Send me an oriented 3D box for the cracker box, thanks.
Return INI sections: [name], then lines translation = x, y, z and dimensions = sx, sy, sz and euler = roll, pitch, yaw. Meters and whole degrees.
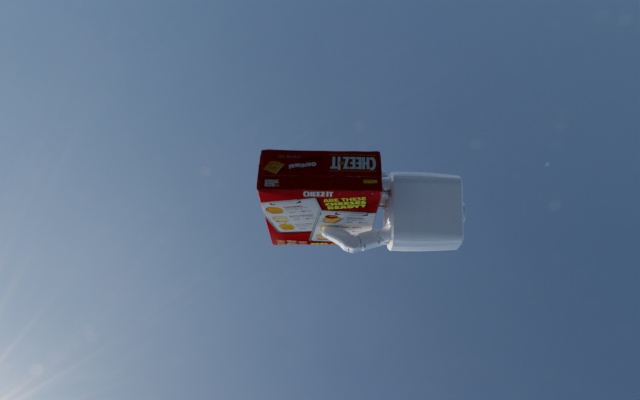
[cracker box]
translation = 0.000, 0.003, 0.719
dimensions = 0.164, 0.072, 0.214
euler = 0, -25, 0
